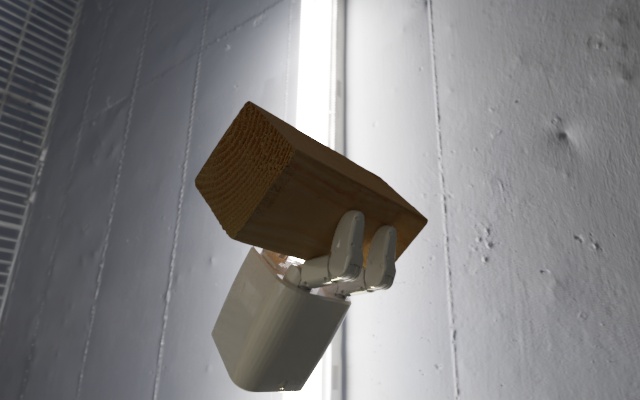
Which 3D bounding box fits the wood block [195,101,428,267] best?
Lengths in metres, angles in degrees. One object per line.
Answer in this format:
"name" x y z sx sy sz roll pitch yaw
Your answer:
"wood block" 0.000 0.002 0.457 0.206 0.090 0.090 24 17 -47
